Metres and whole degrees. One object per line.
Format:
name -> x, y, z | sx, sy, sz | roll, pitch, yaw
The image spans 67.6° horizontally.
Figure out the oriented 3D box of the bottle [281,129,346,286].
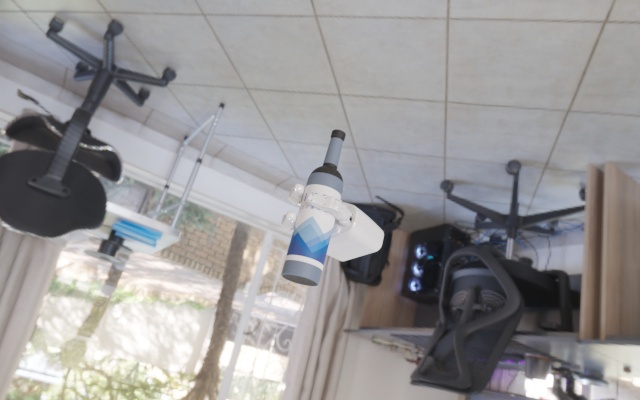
bottle -> 0.000, 0.003, 0.862 | 0.069, 0.295, 0.069 | 13, -22, 5
